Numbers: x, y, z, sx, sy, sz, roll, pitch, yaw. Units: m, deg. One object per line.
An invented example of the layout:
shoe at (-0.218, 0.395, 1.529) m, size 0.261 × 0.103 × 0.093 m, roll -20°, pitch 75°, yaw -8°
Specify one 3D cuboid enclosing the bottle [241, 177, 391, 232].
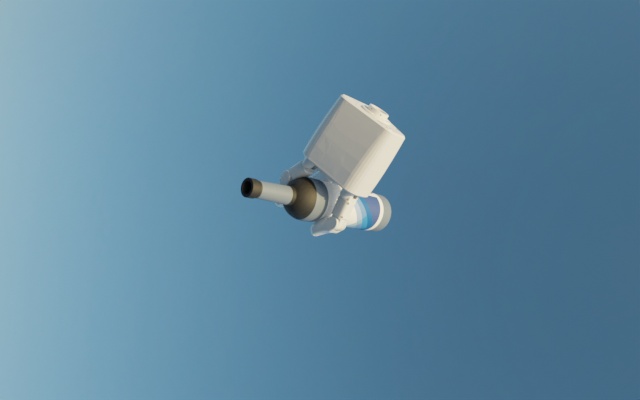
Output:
bottle at (0.000, 0.003, 0.747) m, size 0.069 × 0.069 × 0.296 m, roll 0°, pitch -8°, yaw 43°
